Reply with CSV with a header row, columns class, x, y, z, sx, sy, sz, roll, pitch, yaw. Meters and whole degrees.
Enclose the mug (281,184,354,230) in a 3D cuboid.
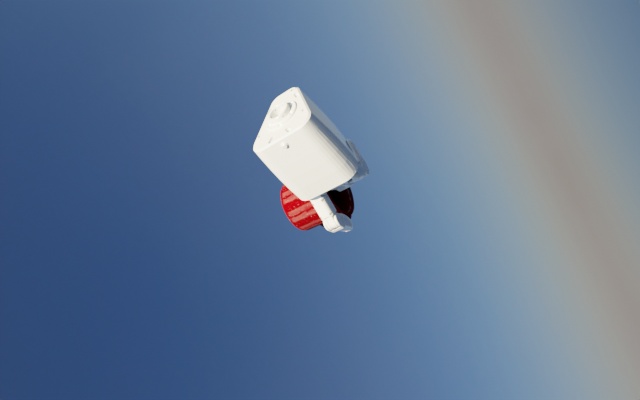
class,x,y,z,sx,sy,sz,roll,pitch,yaw
mug,0.001,0.003,0.737,0.081,0.093,0.117,-25,-52,24
